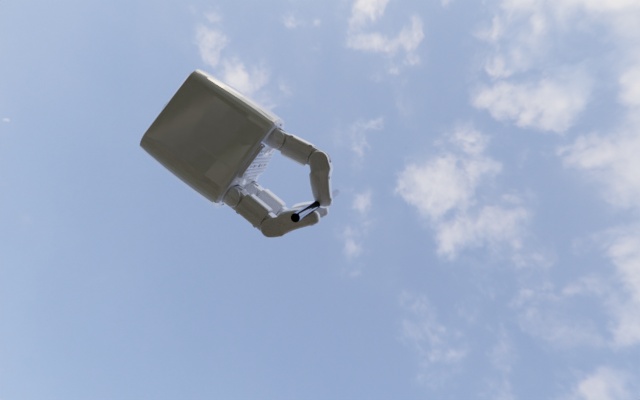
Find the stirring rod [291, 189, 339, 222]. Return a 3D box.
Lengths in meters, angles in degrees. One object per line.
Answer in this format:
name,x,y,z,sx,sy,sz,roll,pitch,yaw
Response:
stirring rod,0.000,0.002,0.519,0.011,0.011,0.239,0,6,10
